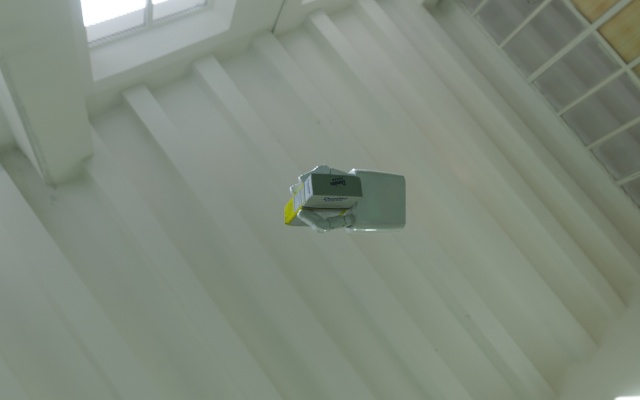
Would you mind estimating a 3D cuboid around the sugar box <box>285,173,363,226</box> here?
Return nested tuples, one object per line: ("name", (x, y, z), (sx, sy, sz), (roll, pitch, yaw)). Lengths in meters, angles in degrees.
("sugar box", (0.000, 0.002, 0.877), (0.093, 0.048, 0.176), (2, -23, -20))
